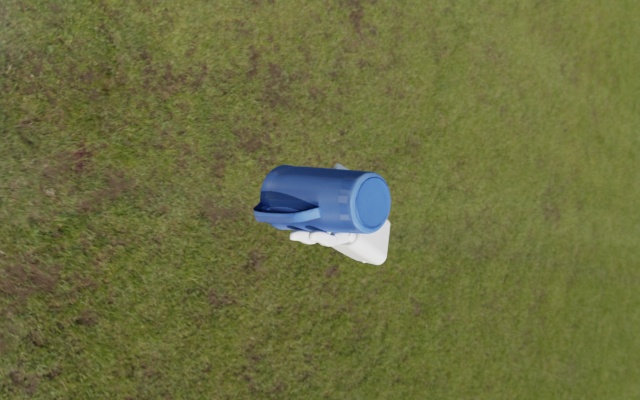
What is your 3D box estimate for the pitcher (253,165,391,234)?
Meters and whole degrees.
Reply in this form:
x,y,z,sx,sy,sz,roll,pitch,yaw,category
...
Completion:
x,y,z,sx,sy,sz,roll,pitch,yaw,category
0.000,0.003,0.893,0.243,0.149,0.145,4,-24,46,pitcher
